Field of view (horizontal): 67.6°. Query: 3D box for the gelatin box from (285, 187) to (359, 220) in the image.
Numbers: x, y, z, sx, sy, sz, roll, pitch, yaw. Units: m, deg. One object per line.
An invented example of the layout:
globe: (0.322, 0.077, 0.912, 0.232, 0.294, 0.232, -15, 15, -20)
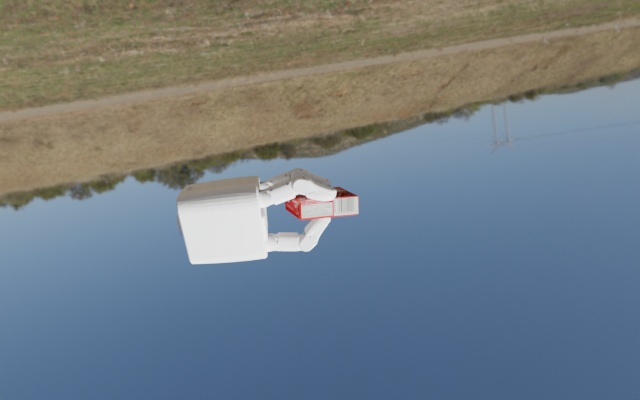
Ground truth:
gelatin box: (0.000, 0.003, 0.678, 0.089, 0.030, 0.073, -5, 13, -18)
